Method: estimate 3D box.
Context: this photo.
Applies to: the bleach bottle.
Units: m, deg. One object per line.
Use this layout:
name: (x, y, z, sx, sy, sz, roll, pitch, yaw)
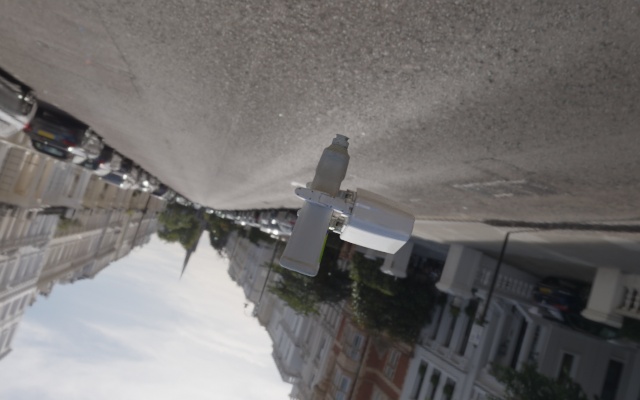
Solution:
bleach bottle: (0.000, 0.003, 0.841, 0.068, 0.251, 0.102, 18, -5, 1)
